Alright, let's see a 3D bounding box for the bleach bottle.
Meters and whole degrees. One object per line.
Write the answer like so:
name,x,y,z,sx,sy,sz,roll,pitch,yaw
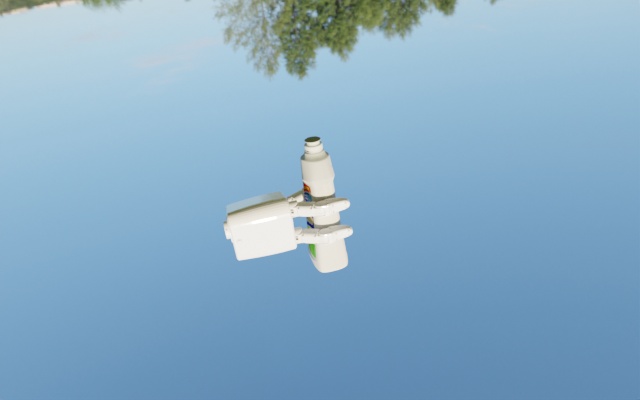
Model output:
bleach bottle,0.000,0.003,0.867,0.068,0.251,0.102,-13,29,-10
